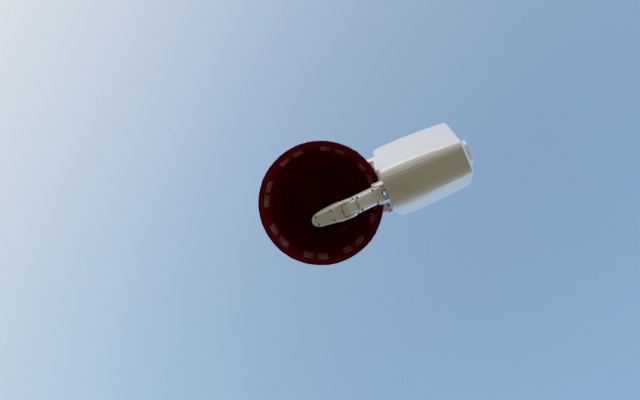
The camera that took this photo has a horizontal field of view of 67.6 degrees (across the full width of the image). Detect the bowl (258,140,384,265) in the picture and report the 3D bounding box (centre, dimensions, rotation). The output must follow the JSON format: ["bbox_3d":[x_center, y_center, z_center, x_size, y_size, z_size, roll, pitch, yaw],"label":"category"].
[{"bbox_3d":[-0.001,0.002,0.638,0.162,0.162,0.055,0,5,-2],"label":"bowl"}]
